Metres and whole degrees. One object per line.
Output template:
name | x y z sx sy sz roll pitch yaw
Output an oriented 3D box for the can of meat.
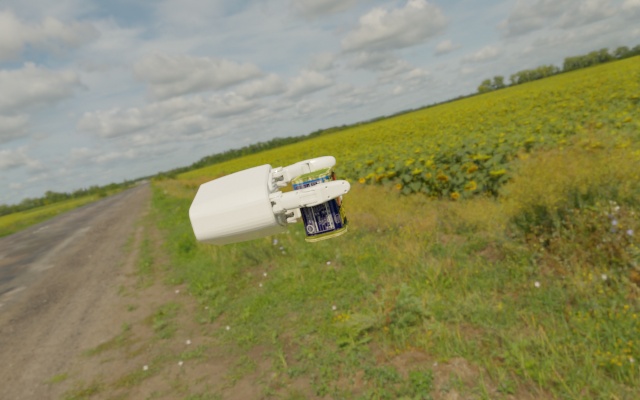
can of meat | 0.000 0.002 0.656 0.057 0.084 0.102 -14 7 7
